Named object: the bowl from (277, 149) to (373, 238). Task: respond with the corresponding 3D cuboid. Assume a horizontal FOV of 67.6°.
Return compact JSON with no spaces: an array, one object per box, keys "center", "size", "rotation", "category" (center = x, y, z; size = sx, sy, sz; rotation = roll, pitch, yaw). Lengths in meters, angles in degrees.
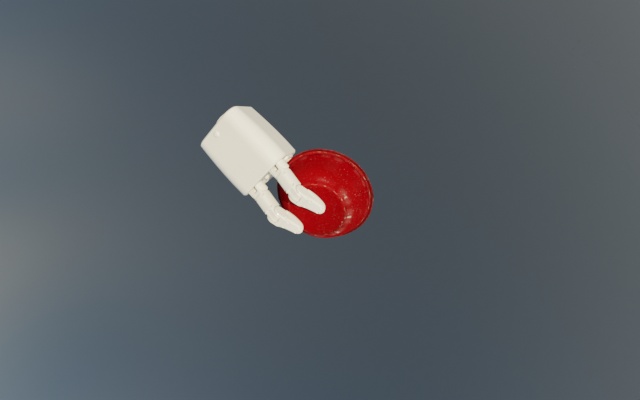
[{"center":[0.001,0.003,0.759],"size":[0.162,0.162,0.055],"rotation":[0,28,15],"category":"bowl"}]
